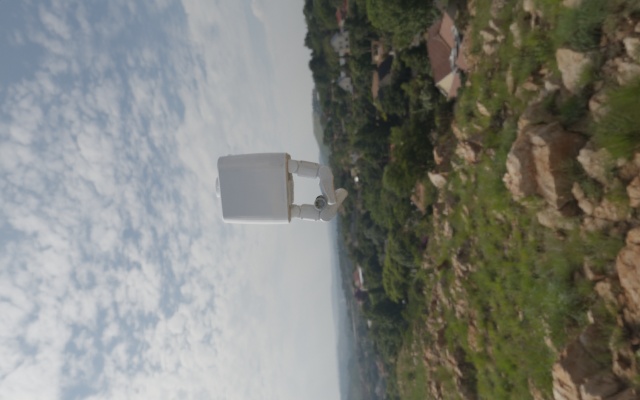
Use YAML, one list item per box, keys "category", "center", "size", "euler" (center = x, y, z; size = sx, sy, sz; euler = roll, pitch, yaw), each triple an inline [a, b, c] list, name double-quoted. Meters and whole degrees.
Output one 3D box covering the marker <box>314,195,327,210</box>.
- category: "marker"
  center: [0.000, 0.003, 0.762]
  size: [0.020, 0.020, 0.121]
  euler: [0, 3, 0]
